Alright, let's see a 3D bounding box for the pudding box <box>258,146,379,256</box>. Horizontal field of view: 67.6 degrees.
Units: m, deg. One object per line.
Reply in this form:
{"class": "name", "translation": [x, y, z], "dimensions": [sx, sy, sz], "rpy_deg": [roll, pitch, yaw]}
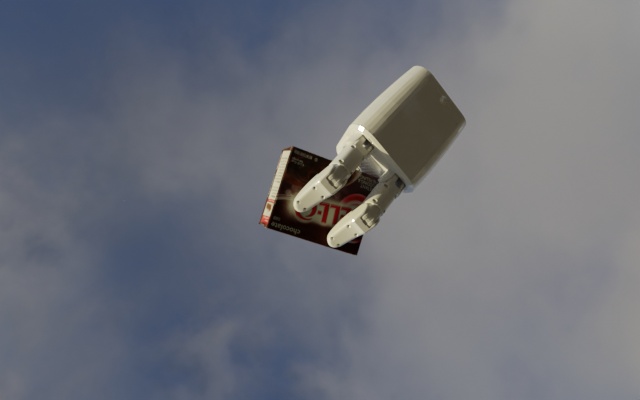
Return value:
{"class": "pudding box", "translation": [0.000, 0.002, 0.521], "dimensions": [0.113, 0.090, 0.039], "rpy_deg": [18, -5, -20]}
